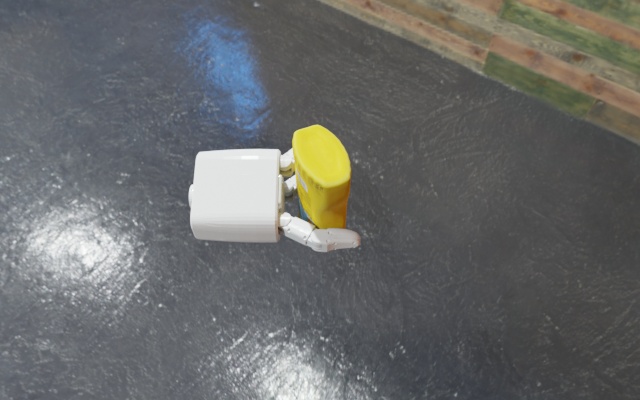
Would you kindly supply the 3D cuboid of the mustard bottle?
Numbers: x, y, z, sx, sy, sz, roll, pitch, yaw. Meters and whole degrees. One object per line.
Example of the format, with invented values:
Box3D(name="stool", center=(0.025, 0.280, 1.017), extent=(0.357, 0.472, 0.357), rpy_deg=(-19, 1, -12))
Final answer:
Box3D(name="mustard bottle", center=(0.000, 0.002, 0.612), extent=(0.058, 0.096, 0.192), rpy_deg=(-20, -33, -15))
